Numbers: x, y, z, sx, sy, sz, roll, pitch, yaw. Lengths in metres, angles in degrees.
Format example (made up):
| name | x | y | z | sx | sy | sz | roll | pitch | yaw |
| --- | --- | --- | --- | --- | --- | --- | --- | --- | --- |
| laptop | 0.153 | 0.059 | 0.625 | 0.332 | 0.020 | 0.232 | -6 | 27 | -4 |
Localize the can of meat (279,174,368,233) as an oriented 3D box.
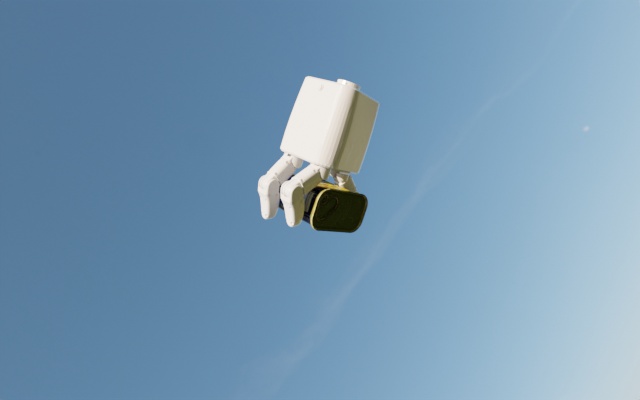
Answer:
| name | x | y | z | sx | sy | sz | roll | pitch | yaw |
| --- | --- | --- | --- | --- | --- | --- | --- | --- | --- |
| can of meat | 0.000 | 0.002 | 0.662 | 0.102 | 0.057 | 0.084 | 7 | 14 | -46 |
